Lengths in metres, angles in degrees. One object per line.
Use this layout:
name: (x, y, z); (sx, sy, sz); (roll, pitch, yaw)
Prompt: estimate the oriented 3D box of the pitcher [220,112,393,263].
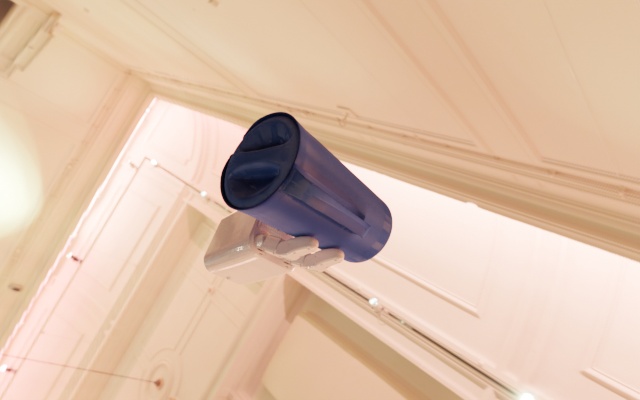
pitcher: (0.000, 0.002, 0.643); (0.145, 0.149, 0.243); (-24, -39, 31)
